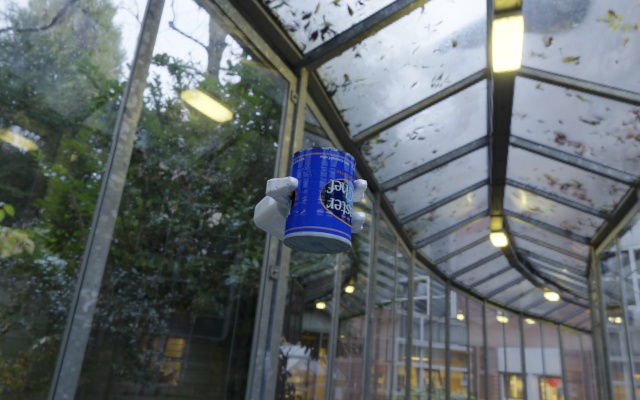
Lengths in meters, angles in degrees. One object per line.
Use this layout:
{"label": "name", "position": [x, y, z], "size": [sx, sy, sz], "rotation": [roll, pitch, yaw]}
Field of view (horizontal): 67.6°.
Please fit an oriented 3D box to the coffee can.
{"label": "coffee can", "position": [0.000, 0.002, 0.737], "size": [0.103, 0.140, 0.103], "rotation": [4, -20, 2]}
